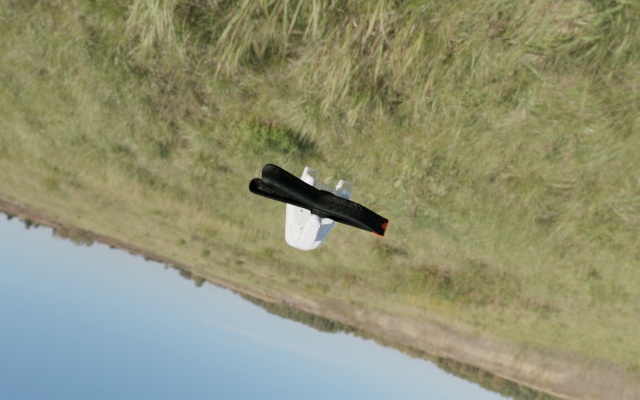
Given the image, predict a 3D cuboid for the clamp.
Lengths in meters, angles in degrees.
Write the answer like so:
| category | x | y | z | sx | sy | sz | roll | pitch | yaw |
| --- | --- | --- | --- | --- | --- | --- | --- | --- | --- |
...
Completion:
| category | x | y | z | sx | sy | sz | roll | pitch | yaw |
| --- | --- | --- | --- | --- | --- | --- | --- | --- | --- |
| clamp | 0.000 | 0.003 | 0.661 | 0.210 | 0.036 | 0.164 | 20 | -8 | -5 |
